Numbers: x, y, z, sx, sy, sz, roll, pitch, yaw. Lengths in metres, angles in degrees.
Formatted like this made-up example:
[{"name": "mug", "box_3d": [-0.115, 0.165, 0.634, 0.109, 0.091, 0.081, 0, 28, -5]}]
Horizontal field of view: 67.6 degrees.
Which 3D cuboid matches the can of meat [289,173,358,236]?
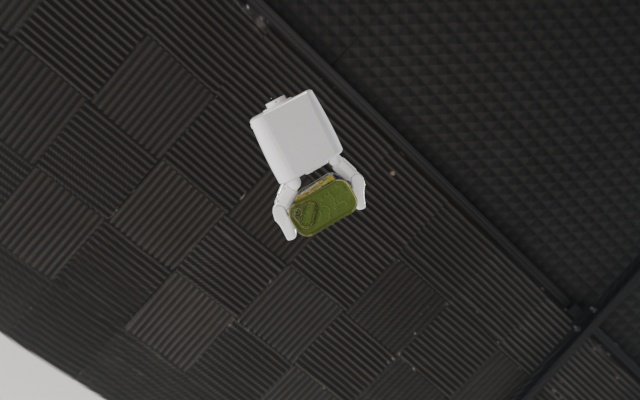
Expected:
[{"name": "can of meat", "box_3d": [0.000, 0.002, 0.748, 0.102, 0.057, 0.084, -31, 14, 1]}]
